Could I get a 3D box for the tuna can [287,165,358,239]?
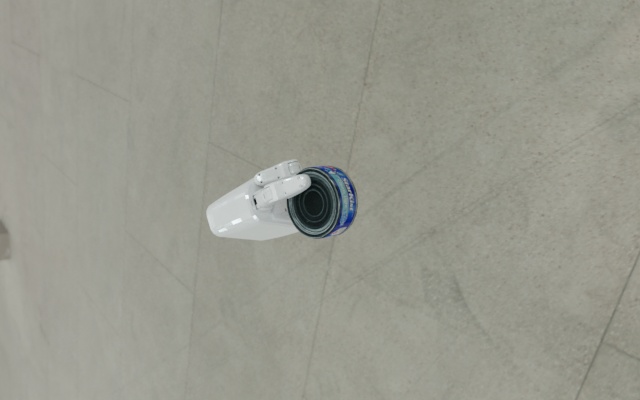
[{"bbox_3d":[0.000,0.002,0.565,0.086,0.086,0.034,0,5,40],"label":"tuna can"}]
